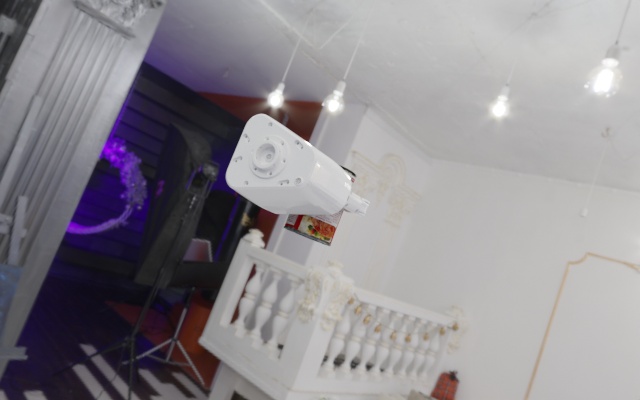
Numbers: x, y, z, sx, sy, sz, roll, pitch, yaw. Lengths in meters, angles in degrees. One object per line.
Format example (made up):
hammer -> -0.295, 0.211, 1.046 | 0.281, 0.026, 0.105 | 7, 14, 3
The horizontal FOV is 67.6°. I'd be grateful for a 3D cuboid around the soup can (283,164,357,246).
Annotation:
soup can -> 0.000, 0.002, 0.642 | 0.068, 0.102, 0.068 | 21, -6, 2
